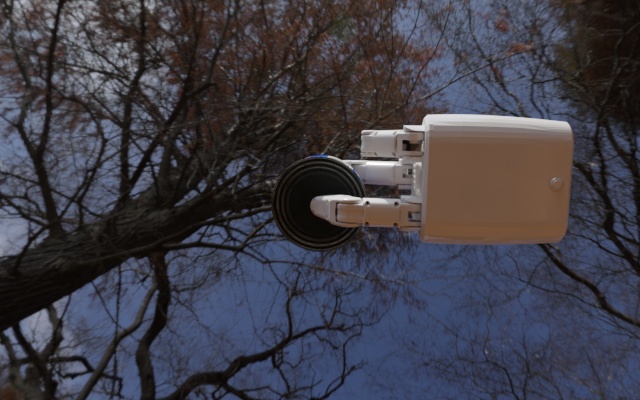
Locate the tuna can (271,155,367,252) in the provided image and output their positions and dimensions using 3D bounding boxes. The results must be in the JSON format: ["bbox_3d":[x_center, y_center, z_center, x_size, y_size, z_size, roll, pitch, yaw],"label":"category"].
[{"bbox_3d":[0.000,0.001,0.437,0.086,0.086,0.033,0,9,5],"label":"tuna can"}]
